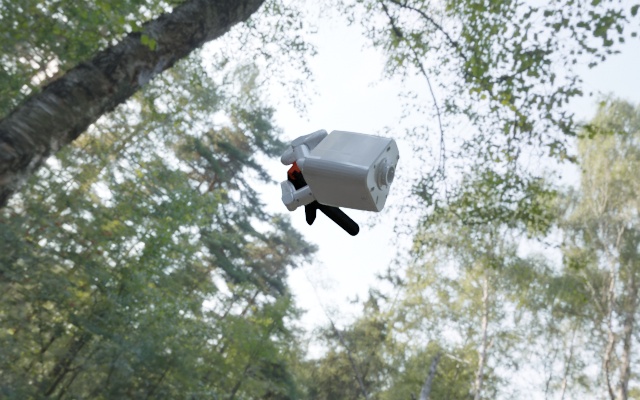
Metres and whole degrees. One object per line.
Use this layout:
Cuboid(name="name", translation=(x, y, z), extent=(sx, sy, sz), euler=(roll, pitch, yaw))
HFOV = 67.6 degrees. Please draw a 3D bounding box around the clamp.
Cuboid(name="clamp", translation=(0.000, 0.002, 0.817), extent=(0.120, 0.039, 0.172), euler=(10, -31, 30))
